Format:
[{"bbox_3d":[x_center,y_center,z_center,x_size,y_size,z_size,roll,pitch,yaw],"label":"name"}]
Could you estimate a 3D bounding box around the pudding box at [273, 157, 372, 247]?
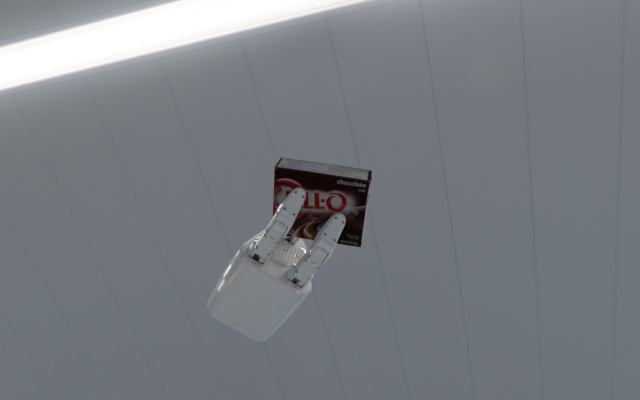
[{"bbox_3d":[0.000,0.002,0.570,0.113,0.090,0.039,7,29,5],"label":"pudding box"}]
